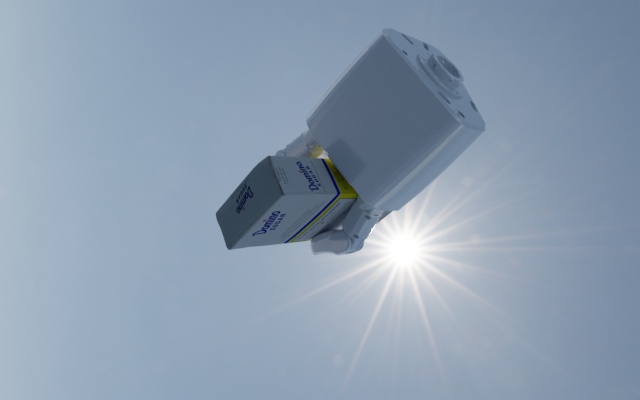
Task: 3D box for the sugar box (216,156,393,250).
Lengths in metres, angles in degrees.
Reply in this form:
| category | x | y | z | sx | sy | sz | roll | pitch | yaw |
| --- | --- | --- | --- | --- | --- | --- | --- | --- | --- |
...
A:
| category | x | y | z | sx | sy | sz | roll | pitch | yaw |
| --- | --- | --- | --- | --- | --- | --- | --- | --- | --- |
| sugar box | 0.000 | 0.001 | 0.455 | 0.176 | 0.048 | 0.093 | 2 | -34 | -44 |
